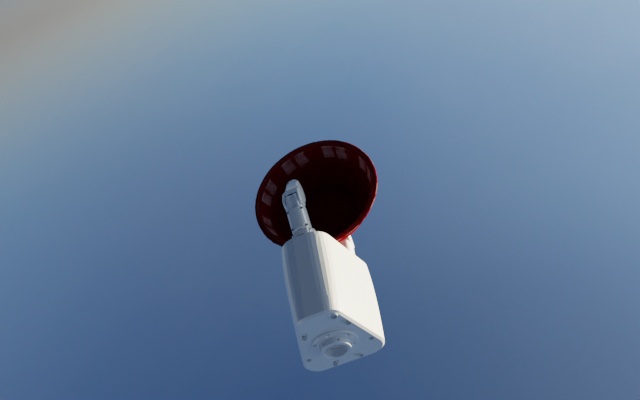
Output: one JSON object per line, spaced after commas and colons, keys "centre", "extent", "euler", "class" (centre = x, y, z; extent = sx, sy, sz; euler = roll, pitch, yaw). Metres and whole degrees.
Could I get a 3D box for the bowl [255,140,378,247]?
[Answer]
{"centre": [0.000, 0.001, 0.614], "extent": [0.162, 0.162, 0.055], "euler": [0, -31, 23], "class": "bowl"}
